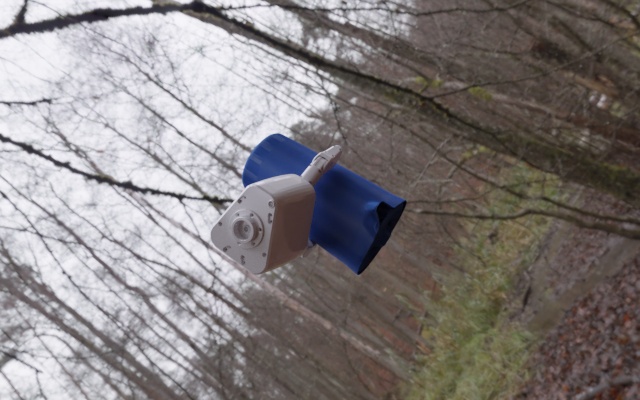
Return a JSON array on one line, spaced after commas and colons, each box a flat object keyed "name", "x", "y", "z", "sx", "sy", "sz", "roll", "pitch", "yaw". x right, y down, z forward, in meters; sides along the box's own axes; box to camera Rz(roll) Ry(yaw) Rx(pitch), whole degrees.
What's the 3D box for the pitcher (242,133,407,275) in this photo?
[{"name": "pitcher", "x": 0.000, "y": 0.002, "z": 0.754, "sx": 0.243, "sy": 0.149, "sz": 0.145, "roll": 33, "pitch": 22, "yaw": 16}]
